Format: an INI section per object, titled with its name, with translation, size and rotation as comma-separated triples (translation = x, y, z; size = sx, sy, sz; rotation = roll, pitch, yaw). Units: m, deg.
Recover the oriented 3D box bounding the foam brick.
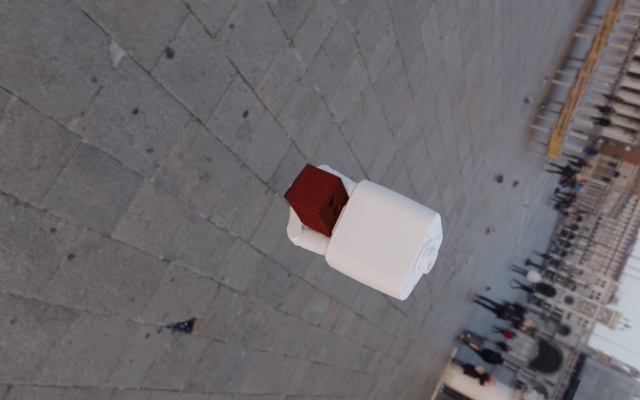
[foam brick]
translation = 0.000, 0.002, 0.586
size = 0.051, 0.053, 0.078
rotation = 25, -18, 27
